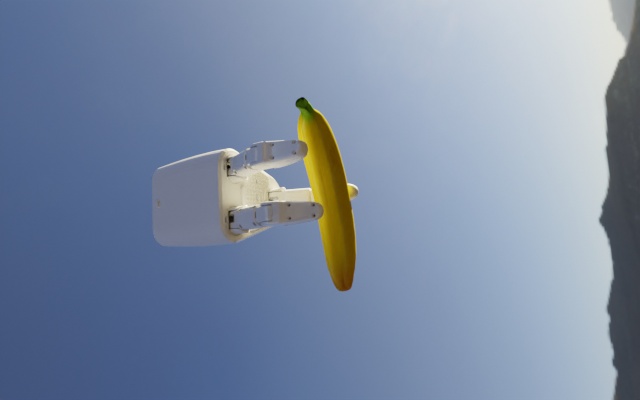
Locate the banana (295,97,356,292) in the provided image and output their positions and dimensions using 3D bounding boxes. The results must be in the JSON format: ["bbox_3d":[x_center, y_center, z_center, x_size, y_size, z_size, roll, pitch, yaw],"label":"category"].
[{"bbox_3d":[0.006,-0.008,0.486,0.037,0.198,0.069,-8,16,23],"label":"banana"}]
